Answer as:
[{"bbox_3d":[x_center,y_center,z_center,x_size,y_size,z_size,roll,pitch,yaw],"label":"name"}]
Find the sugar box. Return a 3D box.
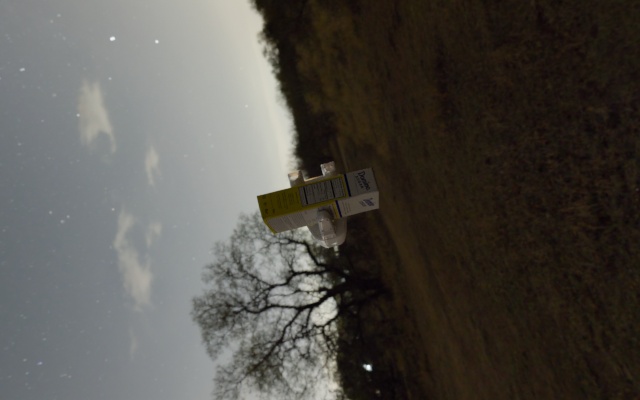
[{"bbox_3d":[0.000,0.002,0.730,0.176,0.048,0.093,-16,-18,1],"label":"sugar box"}]
